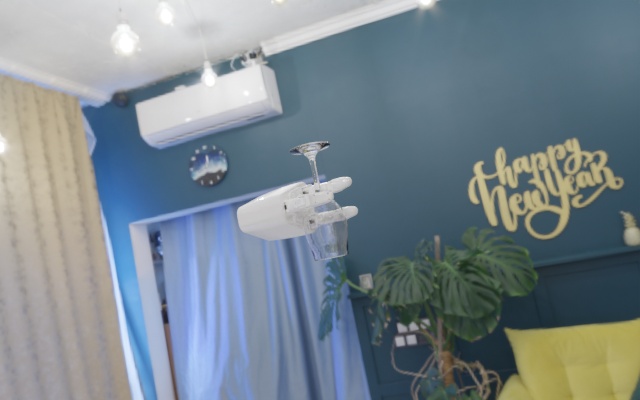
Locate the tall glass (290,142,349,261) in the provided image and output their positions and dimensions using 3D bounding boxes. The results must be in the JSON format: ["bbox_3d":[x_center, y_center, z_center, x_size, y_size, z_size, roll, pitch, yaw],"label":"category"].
[{"bbox_3d":[0.000,0.002,0.845,0.079,0.201,0.079,-12,-6,-1],"label":"tall glass"}]
